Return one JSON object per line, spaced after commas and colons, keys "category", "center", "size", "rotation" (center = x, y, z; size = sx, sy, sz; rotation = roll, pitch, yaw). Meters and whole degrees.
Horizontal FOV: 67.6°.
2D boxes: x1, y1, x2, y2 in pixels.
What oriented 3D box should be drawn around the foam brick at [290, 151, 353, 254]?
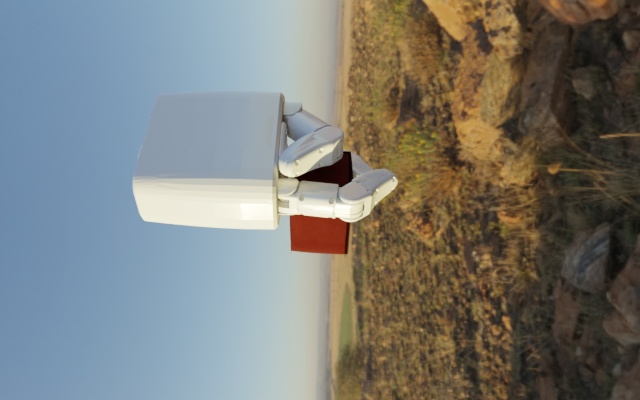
{"category": "foam brick", "center": [0.000, 0.002, 0.415], "size": [0.051, 0.078, 0.053], "rotation": [1, 40, -1]}
